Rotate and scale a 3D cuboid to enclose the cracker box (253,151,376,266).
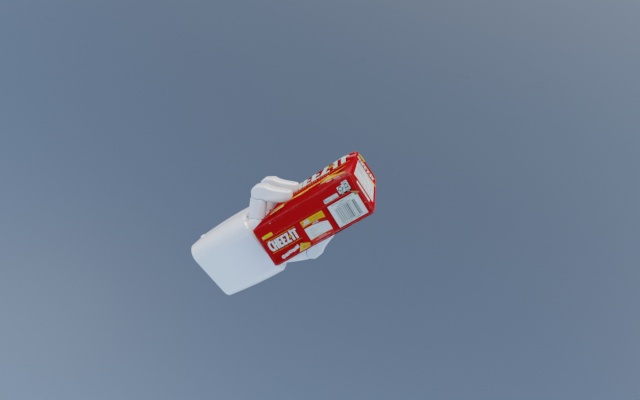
[{"bbox_3d":[0.000,0.003,0.750,0.164,0.072,0.213,-30,9,13],"label":"cracker box"}]
